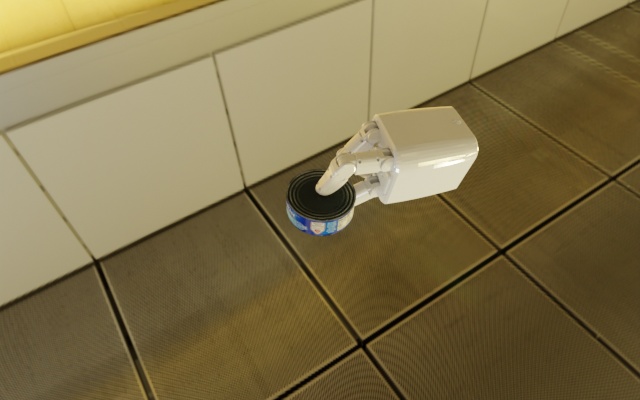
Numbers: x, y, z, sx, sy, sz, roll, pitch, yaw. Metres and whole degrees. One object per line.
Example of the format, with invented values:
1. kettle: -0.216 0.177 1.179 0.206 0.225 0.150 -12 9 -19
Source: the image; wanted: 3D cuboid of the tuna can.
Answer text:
1. tuna can: 0.000 0.002 0.592 0.086 0.086 0.034 0 -42 -4
